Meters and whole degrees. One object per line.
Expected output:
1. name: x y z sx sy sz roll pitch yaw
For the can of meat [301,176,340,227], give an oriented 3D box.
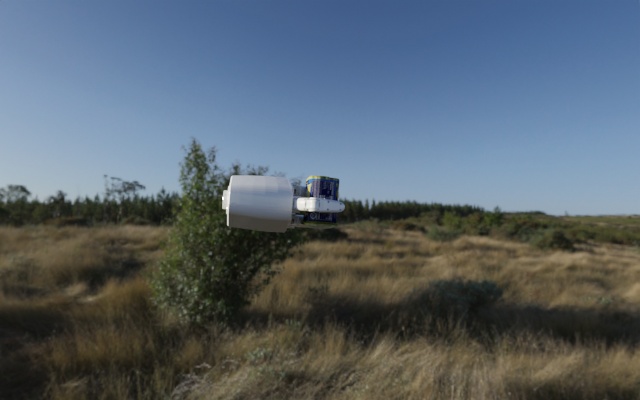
1. can of meat: 0.000 0.002 0.835 0.057 0.084 0.102 4 -2 -7
